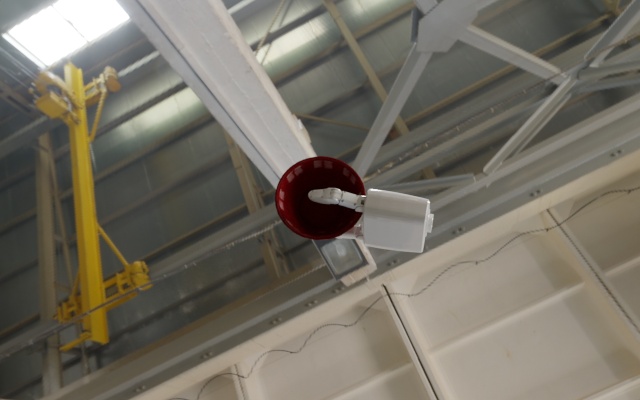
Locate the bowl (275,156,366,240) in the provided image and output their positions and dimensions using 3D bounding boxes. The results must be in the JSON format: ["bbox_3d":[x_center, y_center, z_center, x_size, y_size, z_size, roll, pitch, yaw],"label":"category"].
[{"bbox_3d":[-0.001,0.002,0.869,0.162,0.162,0.055,0,-22,1],"label":"bowl"}]
